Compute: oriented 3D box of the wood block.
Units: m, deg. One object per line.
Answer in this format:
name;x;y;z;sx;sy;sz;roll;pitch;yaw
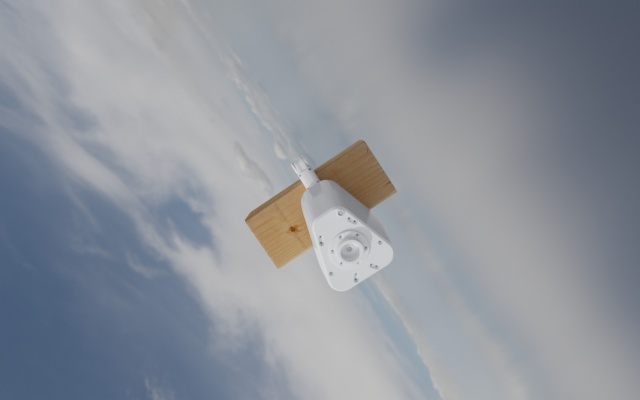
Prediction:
wood block;0.000;0.002;0.724;0.206;0.091;0.090;-33;7;4
